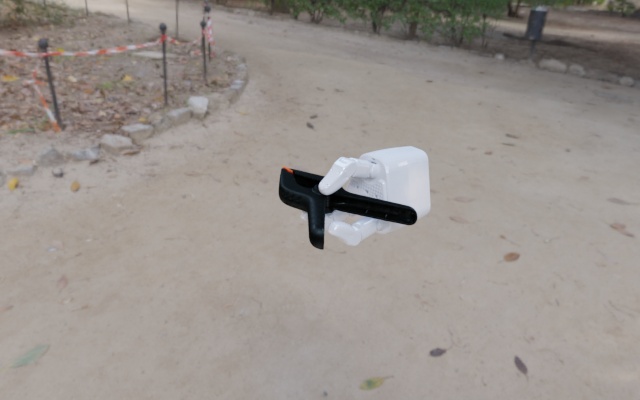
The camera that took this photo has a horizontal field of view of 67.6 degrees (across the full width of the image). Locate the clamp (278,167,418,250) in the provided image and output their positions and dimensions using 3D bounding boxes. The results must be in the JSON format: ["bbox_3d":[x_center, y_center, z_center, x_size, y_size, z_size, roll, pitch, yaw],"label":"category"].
[{"bbox_3d":[0.000,0.001,0.638,0.164,0.036,0.210,-15,31,-42],"label":"clamp"}]
